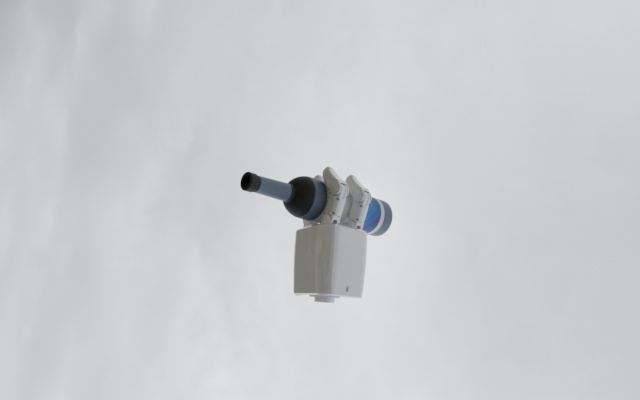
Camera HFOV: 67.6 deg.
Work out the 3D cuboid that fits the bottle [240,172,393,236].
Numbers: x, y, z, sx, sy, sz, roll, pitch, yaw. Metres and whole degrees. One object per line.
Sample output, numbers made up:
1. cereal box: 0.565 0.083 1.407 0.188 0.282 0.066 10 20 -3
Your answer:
1. bottle: 0.000 0.002 0.762 0.296 0.069 0.069 16 -11 -43
